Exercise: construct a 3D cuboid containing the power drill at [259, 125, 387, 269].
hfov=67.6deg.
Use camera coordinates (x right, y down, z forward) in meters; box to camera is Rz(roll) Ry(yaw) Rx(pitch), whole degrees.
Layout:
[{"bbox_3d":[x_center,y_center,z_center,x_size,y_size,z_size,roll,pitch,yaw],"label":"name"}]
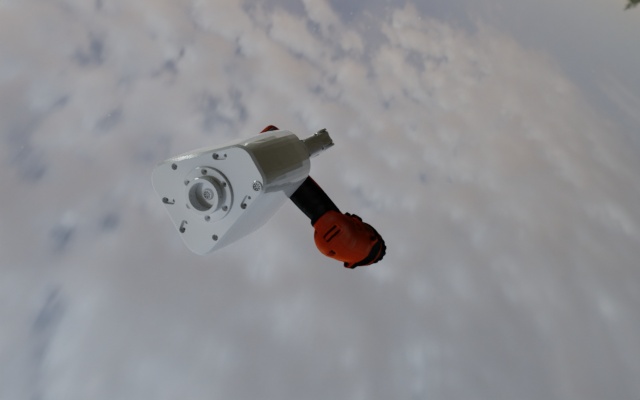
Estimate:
[{"bbox_3d":[0.000,0.002,0.574,0.187,0.057,0.184,46,5,21],"label":"power drill"}]
